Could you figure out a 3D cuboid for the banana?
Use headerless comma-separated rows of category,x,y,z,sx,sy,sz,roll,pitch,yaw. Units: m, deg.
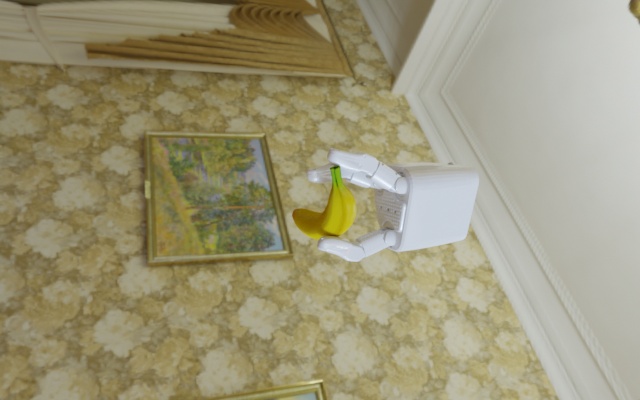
banana,0.005,0.019,0.621,0.037,0.069,0.198,-9,-14,-21
